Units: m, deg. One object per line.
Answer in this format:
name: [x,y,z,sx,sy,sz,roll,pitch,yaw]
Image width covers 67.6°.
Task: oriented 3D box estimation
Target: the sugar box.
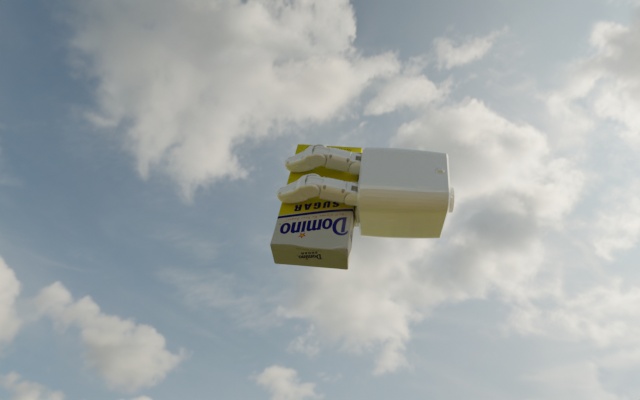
sugar box: [0.000,0.002,0.611,0.093,0.176,0.048,3,-44,8]
